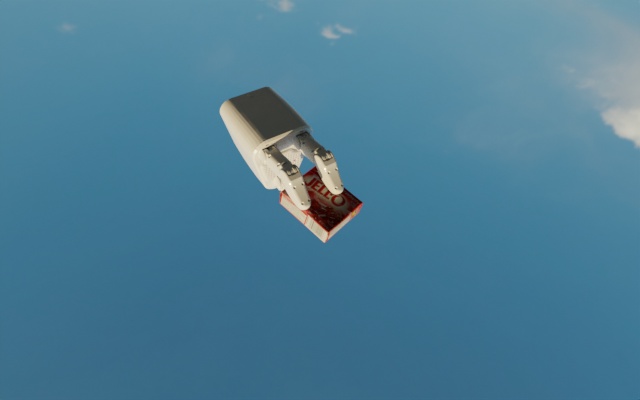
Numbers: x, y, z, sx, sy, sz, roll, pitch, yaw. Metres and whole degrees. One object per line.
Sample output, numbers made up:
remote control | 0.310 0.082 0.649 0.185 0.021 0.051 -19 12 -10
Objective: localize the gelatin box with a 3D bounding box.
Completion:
gelatin box | 0.000 0.003 0.649 0.073 0.089 0.030 -39 -19 -32
